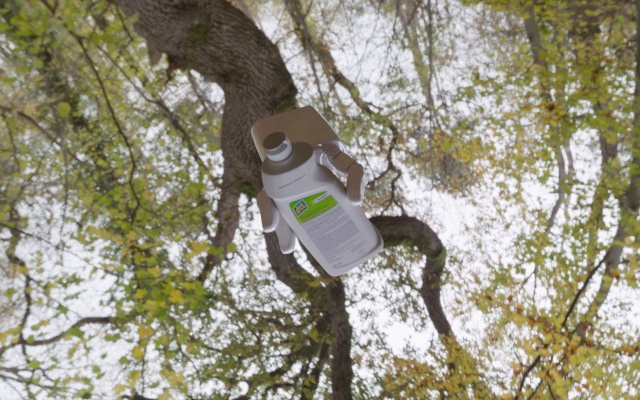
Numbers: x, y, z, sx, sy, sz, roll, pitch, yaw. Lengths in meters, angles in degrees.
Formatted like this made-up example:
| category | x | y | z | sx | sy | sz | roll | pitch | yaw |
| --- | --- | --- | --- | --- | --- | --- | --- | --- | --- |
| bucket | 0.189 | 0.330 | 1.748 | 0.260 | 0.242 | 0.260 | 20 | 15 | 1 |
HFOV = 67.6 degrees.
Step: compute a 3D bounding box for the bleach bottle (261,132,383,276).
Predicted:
| category | x | y | z | sx | sy | sz | roll | pitch | yaw |
| --- | --- | --- | --- | --- | --- | --- | --- | --- | --- |
| bleach bottle | 0.000 | 0.002 | 0.627 | 0.102 | 0.068 | 0.251 | -32 | -44 | 0 |
